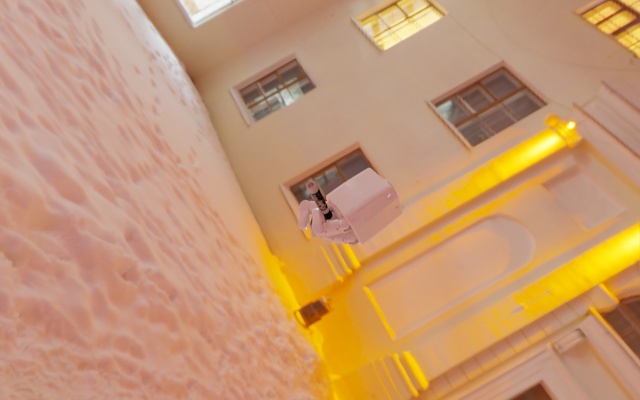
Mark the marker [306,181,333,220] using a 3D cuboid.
[{"bbox_3d":[0.000,0.003,0.886,0.020,0.020,0.121,0,-30,19],"label":"marker"}]
